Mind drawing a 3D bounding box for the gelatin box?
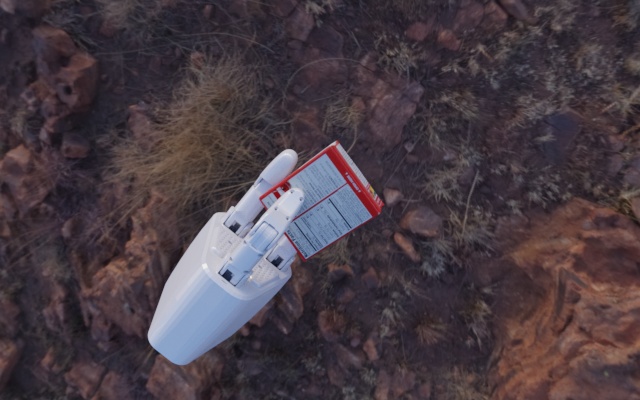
[{"bbox_3d":[0.000,0.001,0.431,0.089,0.073,0.030,-34,6,22],"label":"gelatin box"}]
